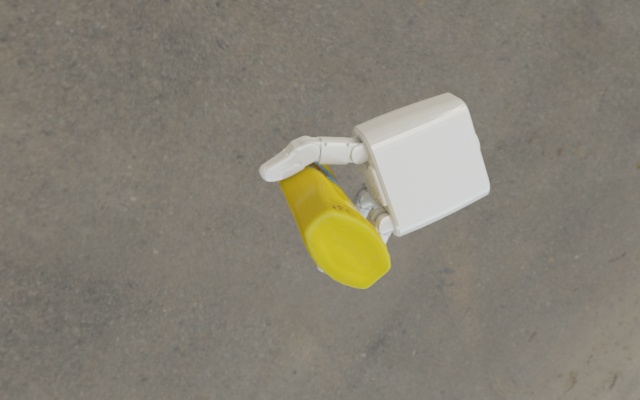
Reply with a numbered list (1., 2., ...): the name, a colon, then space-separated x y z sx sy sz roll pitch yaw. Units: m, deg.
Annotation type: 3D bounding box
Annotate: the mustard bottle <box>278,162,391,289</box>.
1. mustard bottle: 0.000 0.002 0.483 0.096 0.058 0.191 42 9 -31
